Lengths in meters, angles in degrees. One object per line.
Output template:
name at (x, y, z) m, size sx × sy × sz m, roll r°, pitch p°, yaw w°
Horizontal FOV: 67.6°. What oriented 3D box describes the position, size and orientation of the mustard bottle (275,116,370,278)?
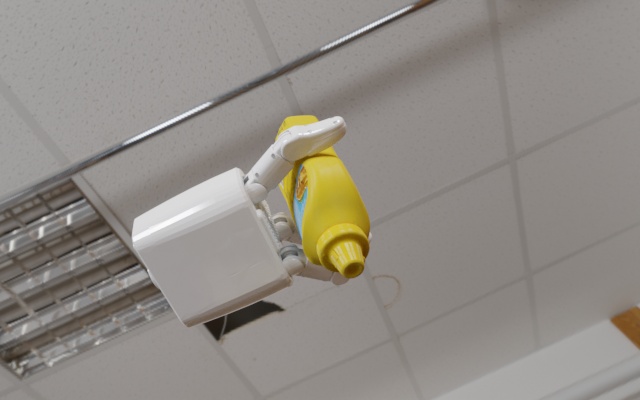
mustard bottle at (0.000, 0.001, 0.430) m, size 0.058 × 0.096 × 0.191 m, roll -4°, pitch 33°, yaw -14°
